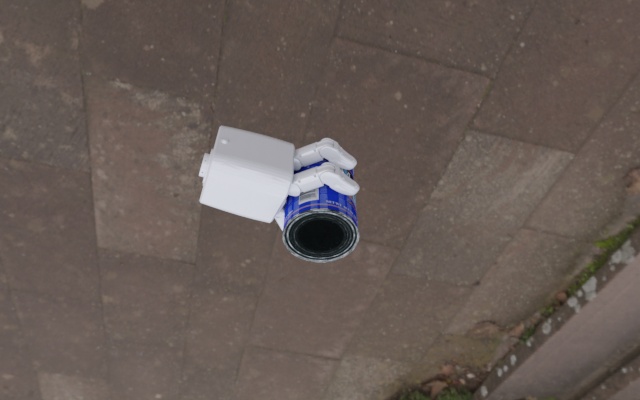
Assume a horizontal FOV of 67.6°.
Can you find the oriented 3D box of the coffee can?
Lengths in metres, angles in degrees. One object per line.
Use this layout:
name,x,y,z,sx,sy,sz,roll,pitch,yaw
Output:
coffee can,0.000,0.002,0.683,0.103,0.103,0.140,0,42,-1
